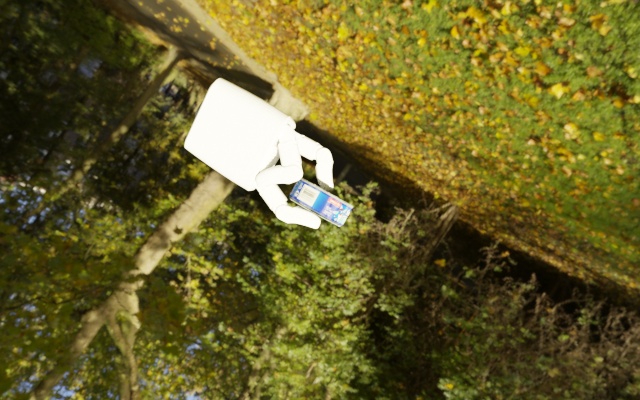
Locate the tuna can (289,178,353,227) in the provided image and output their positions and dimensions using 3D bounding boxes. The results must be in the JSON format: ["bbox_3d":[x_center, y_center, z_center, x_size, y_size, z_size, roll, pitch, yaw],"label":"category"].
[{"bbox_3d":[0.000,0.003,0.658,0.086,0.034,0.086,29,0,0],"label":"tuna can"}]
